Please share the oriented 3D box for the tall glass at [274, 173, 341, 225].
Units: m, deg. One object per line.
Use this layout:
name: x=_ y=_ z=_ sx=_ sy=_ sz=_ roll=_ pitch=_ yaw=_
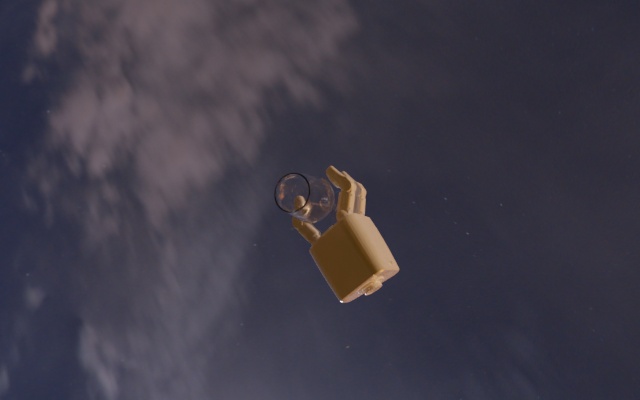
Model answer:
tall glass: x=0.000 y=0.003 z=0.806 sx=0.079 sy=0.079 sz=0.201 roll=0 pitch=-9 yaw=26
